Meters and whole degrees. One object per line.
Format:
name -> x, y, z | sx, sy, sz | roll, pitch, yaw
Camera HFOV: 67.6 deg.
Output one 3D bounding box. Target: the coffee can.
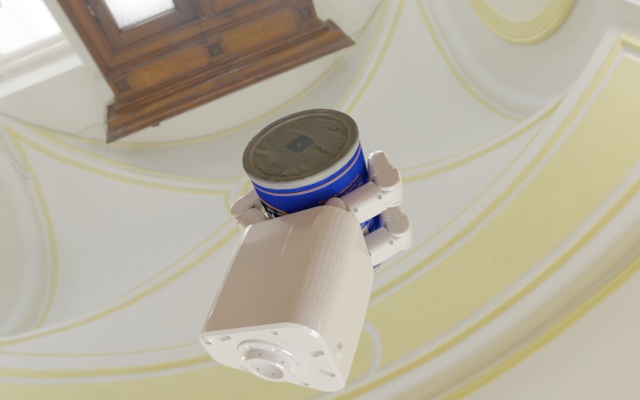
coffee can -> 0.000, 0.001, 0.447 | 0.103, 0.140, 0.102 | -11, 41, 10
